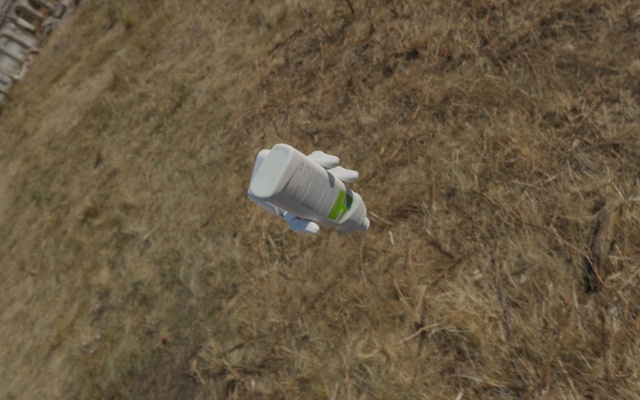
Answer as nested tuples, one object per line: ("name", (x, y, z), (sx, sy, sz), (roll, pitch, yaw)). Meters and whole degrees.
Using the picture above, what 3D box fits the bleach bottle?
("bleach bottle", (0.000, 0.003, 0.835), (0.251, 0.102, 0.068), (34, -7, -41))
